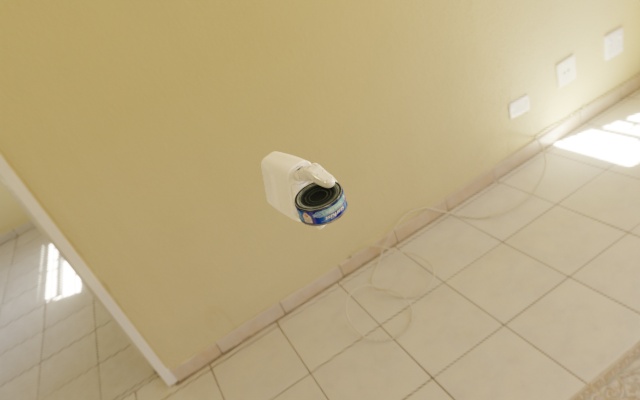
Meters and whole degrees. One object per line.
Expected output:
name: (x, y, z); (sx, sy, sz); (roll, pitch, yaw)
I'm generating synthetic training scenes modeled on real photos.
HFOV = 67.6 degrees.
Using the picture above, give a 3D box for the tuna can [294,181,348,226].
tuna can: (0.000, 0.002, 0.798); (0.086, 0.034, 0.086); (-13, 35, 9)
